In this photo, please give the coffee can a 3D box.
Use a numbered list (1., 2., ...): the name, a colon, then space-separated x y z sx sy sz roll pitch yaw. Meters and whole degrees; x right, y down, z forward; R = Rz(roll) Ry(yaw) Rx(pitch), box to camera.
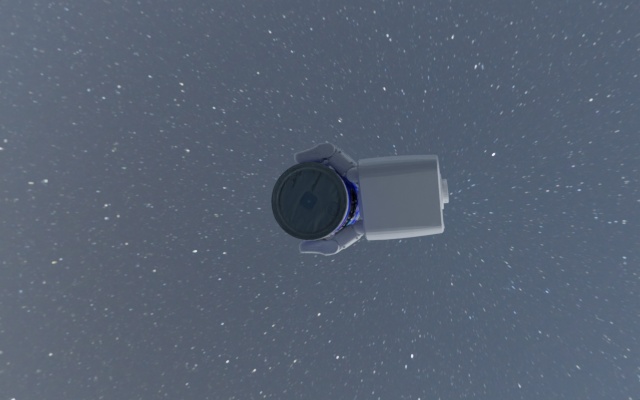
1. coffee can: 0.000 0.002 0.686 0.103 0.103 0.140 0 -1 13
